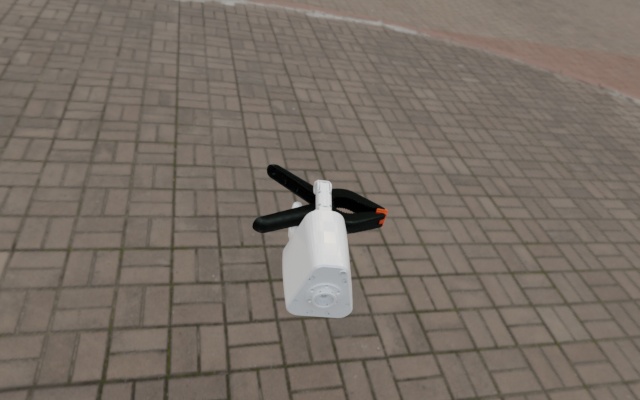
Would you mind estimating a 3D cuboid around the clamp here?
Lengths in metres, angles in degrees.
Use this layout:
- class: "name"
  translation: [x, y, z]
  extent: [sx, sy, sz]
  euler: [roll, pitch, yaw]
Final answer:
- class: "clamp"
  translation: [0.001, 0.002, 0.760]
  extent: [0.210, 0.036, 0.164]
  euler: [7, 37, -10]
